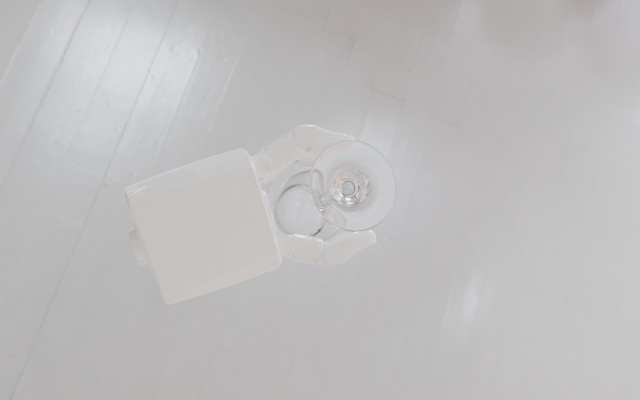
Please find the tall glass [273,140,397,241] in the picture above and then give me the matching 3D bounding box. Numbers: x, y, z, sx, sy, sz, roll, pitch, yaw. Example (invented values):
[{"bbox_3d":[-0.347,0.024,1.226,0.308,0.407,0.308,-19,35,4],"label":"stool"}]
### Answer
[{"bbox_3d":[0.000,0.001,0.474,0.079,0.079,0.201,0,-8,-15],"label":"tall glass"}]
